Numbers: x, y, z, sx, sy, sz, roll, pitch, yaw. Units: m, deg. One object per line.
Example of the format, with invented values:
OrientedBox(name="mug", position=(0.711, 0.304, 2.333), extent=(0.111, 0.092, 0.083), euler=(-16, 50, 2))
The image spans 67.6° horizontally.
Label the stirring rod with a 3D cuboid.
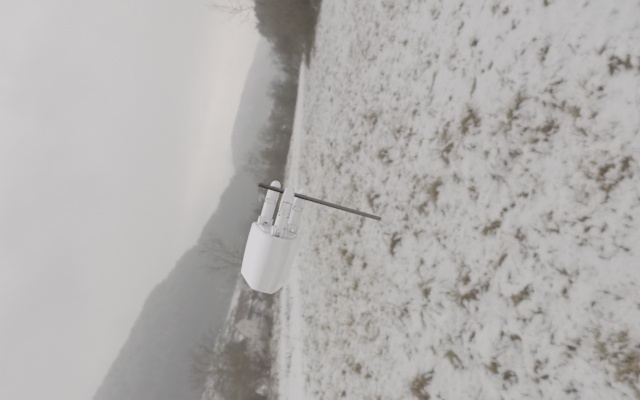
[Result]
OrientedBox(name="stirring rod", position=(0.000, 0.003, 0.899), extent=(0.239, 0.011, 0.011), euler=(16, -2, -7))
